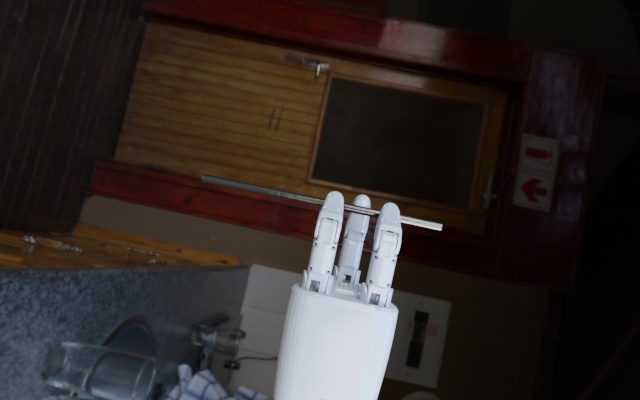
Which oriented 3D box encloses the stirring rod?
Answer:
[{"bbox_3d":[0.000,0.002,0.471,0.239,0.011,0.011,12,0,3],"label":"stirring rod"}]
